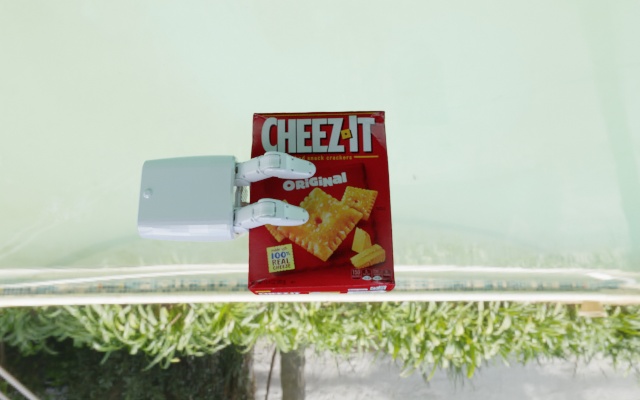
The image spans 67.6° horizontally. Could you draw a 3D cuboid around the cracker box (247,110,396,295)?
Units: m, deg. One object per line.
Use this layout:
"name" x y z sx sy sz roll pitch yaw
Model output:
"cracker box" 0.000 0.002 0.569 0.164 0.213 0.072 -1 -16 0
